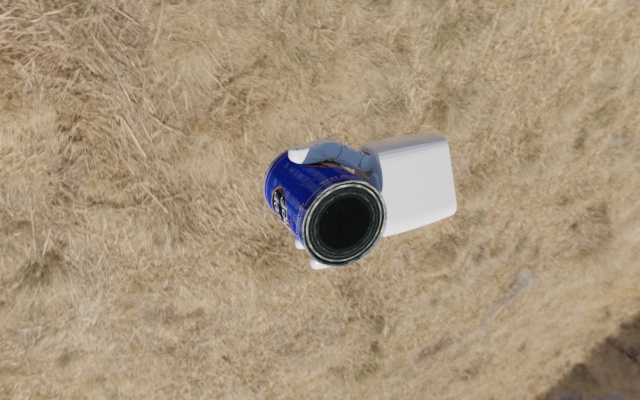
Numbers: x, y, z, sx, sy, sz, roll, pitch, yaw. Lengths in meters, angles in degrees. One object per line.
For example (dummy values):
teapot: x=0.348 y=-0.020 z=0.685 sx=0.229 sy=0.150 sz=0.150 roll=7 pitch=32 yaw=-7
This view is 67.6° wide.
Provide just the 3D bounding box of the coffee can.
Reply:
coffee can: x=0.000 y=0.002 z=0.572 sx=0.103 sy=0.103 sz=0.140 roll=0 pitch=21 yaw=-25
